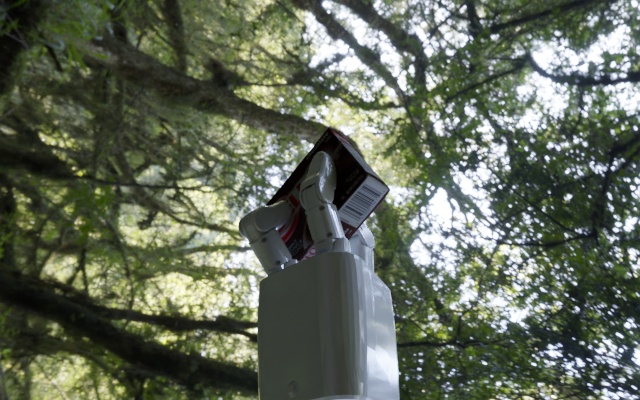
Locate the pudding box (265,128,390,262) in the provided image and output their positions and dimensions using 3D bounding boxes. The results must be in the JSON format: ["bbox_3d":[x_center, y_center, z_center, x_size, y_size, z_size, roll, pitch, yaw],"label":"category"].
[{"bbox_3d":[0.000,0.002,0.444,0.039,0.113,0.090,31,17,-39],"label":"pudding box"}]
